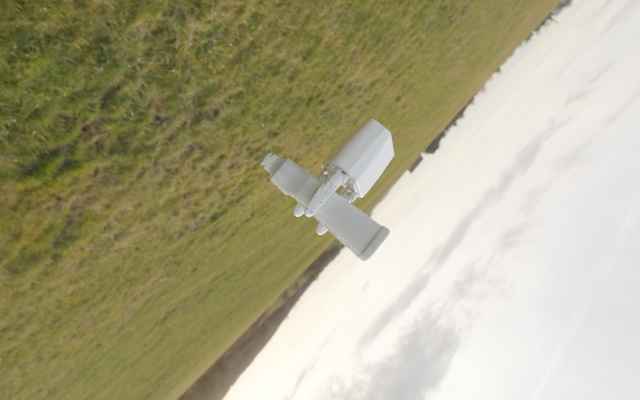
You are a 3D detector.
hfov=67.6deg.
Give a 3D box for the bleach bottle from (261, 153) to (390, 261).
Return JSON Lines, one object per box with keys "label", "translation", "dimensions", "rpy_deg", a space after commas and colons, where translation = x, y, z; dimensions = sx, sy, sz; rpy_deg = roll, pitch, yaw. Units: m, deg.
{"label": "bleach bottle", "translation": [0.000, 0.003, 0.832], "dimensions": [0.251, 0.068, 0.102], "rpy_deg": [39, -8, 5]}
